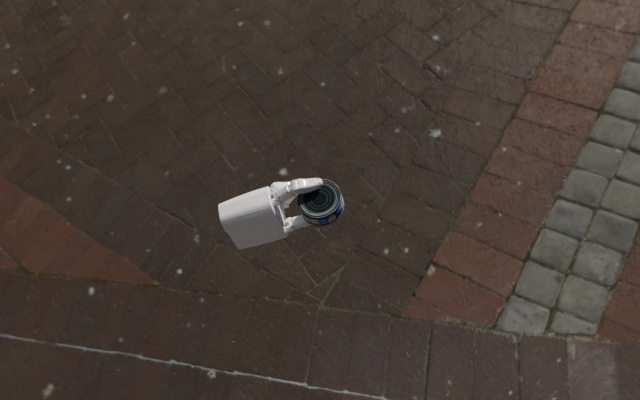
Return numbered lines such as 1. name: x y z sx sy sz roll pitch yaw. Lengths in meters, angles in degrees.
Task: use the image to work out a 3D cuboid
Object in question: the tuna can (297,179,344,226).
1. tuna can: 0.000 0.003 0.898 0.086 0.086 0.034 0 -28 12
